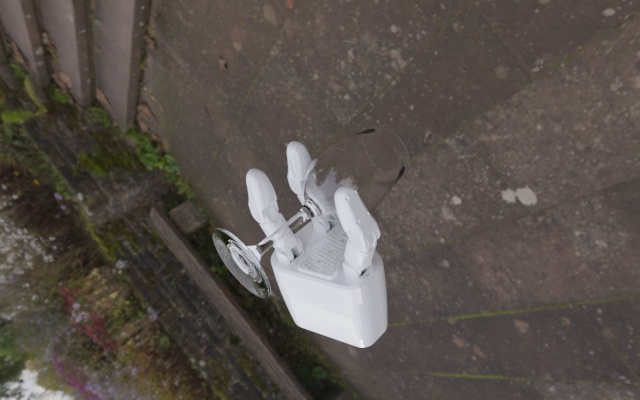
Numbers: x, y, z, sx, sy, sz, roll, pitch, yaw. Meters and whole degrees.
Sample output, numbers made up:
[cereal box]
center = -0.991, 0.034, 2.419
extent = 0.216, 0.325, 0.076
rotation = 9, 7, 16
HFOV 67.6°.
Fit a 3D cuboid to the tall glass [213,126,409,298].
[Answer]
[tall glass]
center = 0.000, 0.002, 0.456
extent = 0.201, 0.079, 0.079
rotation = -38, 20, -28
